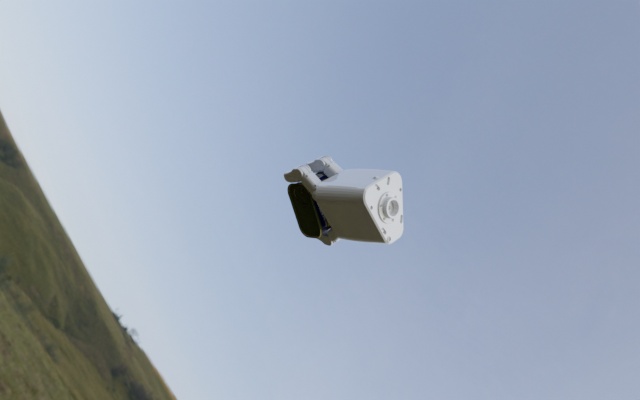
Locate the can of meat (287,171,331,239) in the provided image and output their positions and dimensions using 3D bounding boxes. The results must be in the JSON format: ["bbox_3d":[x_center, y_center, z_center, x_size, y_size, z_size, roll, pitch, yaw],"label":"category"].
[{"bbox_3d":[0.000,0.003,0.840,0.084,0.102,0.057,-29,18,-37],"label":"can of meat"}]
